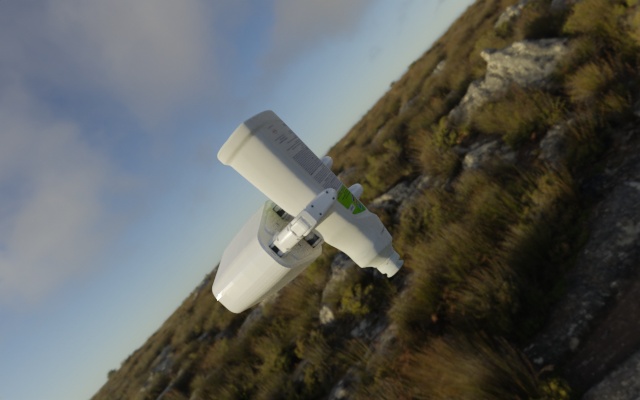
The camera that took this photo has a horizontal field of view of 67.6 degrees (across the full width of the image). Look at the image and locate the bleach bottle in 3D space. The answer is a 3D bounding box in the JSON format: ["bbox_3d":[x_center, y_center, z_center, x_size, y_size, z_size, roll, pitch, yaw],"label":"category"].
[{"bbox_3d":[0.000,0.002,0.578,0.068,0.251,0.102,-45,3,26],"label":"bleach bottle"}]
